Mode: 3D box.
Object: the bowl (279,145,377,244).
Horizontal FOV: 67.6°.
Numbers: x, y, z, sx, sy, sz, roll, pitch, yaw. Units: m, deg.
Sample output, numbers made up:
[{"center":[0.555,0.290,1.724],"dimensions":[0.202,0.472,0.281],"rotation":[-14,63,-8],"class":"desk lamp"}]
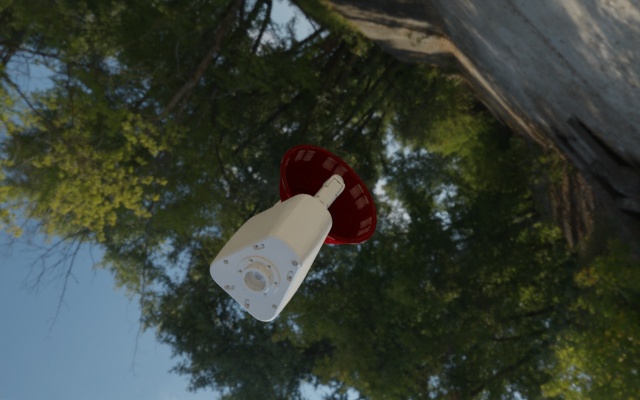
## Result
[{"center":[0.001,0.002,0.662],"dimensions":[0.162,0.162,0.055],"rotation":[0,-33,-44],"class":"bowl"}]
